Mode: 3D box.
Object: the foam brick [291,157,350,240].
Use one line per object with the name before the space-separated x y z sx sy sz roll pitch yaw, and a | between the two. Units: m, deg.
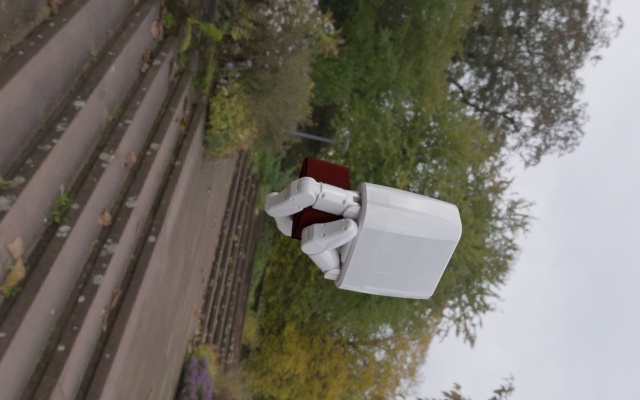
foam brick | 0.000 0.001 0.519 0.051 0.078 0.053 11 -43 -9
